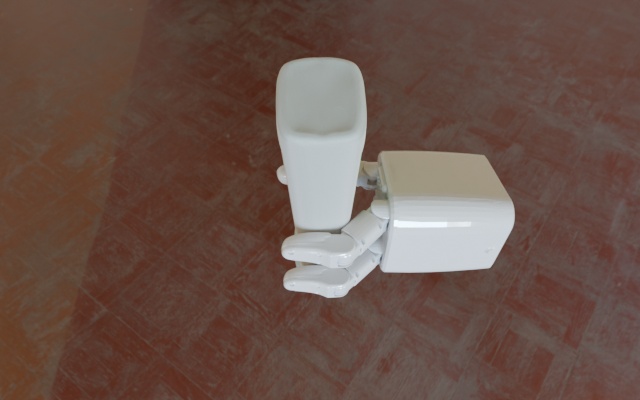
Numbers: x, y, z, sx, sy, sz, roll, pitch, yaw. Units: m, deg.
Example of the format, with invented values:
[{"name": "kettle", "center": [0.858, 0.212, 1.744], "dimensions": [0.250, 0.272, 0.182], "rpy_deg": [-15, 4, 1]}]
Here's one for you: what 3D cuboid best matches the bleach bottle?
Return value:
[{"name": "bleach bottle", "center": [0.000, 0.002, 0.447], "dimensions": [0.068, 0.102, 0.251], "rpy_deg": [-1, -38, -1]}]
